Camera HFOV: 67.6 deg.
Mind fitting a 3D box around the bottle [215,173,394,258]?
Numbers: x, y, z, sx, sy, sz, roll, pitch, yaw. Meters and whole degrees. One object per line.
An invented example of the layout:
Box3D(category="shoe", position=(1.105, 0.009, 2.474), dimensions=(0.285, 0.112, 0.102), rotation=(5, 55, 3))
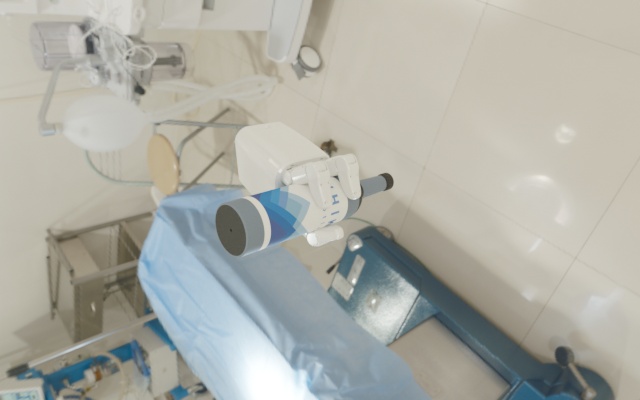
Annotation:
Box3D(category="bottle", position=(0.000, 0.002, 0.651), dimensions=(0.295, 0.069, 0.069), rotation=(-17, 12, -42))
